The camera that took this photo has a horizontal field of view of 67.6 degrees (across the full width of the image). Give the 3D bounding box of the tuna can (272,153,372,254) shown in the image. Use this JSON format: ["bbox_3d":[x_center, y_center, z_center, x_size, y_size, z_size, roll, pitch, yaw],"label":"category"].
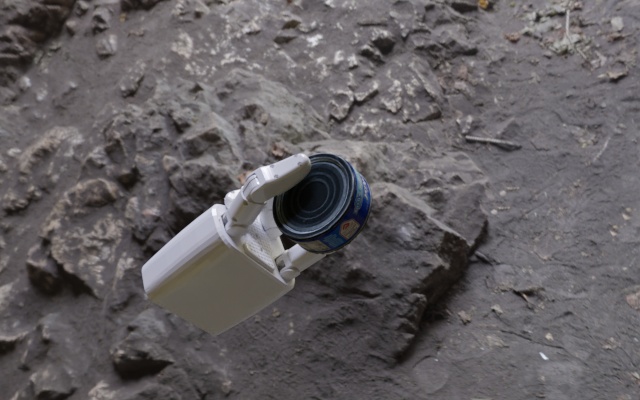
[{"bbox_3d":[0.000,0.001,0.422,0.086,0.086,0.034,0,-25,34],"label":"tuna can"}]
